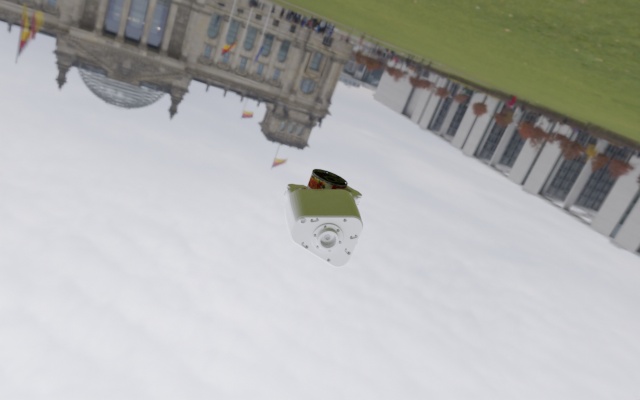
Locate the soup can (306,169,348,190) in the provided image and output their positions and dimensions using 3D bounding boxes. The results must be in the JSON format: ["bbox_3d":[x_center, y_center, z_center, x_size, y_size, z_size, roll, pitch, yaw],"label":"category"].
[{"bbox_3d":[0.000,0.003,0.863,0.068,0.102,0.068,19,18,-7],"label":"soup can"}]
